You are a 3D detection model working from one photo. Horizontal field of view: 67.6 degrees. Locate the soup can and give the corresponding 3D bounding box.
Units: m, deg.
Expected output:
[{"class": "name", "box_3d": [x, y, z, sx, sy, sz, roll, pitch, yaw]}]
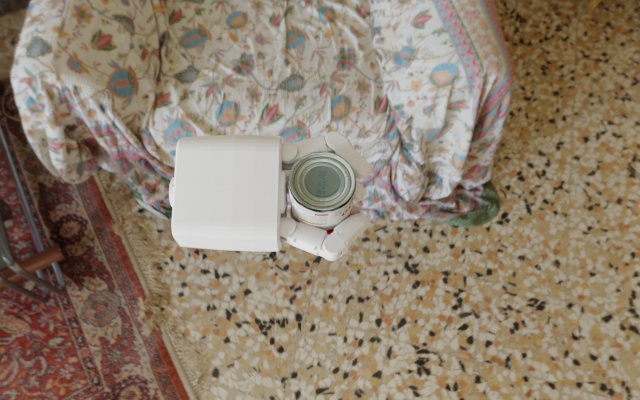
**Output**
[{"class": "soup can", "box_3d": [0.001, 0.002, 0.503, 0.068, 0.068, 0.102, 0, -26, -2]}]
